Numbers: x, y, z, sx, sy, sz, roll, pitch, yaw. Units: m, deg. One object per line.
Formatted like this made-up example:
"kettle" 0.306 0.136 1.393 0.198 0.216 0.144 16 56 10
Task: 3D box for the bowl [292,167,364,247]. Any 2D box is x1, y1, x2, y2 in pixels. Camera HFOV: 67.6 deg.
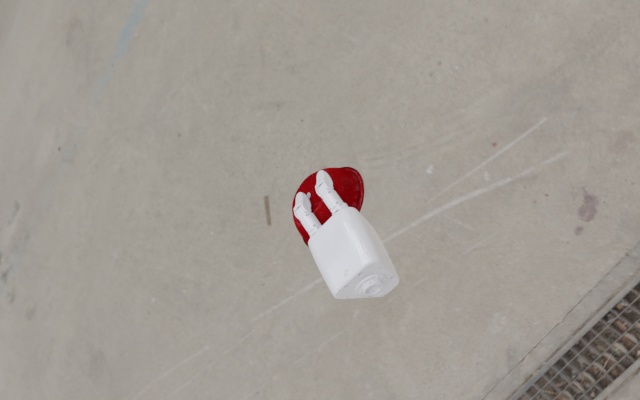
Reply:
"bowl" -0.001 0.002 0.832 0.055 0.162 0.162 29 -16 -32
